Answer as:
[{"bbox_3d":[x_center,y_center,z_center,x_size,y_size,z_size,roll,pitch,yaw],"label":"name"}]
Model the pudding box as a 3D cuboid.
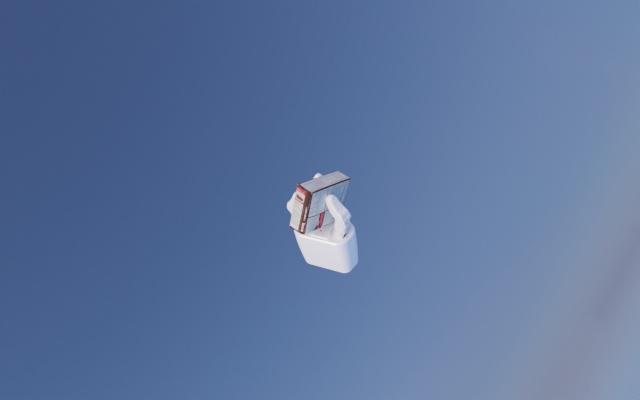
[{"bbox_3d":[0.000,0.003,0.857,0.039,0.090,0.113,29,32,30],"label":"pudding box"}]
